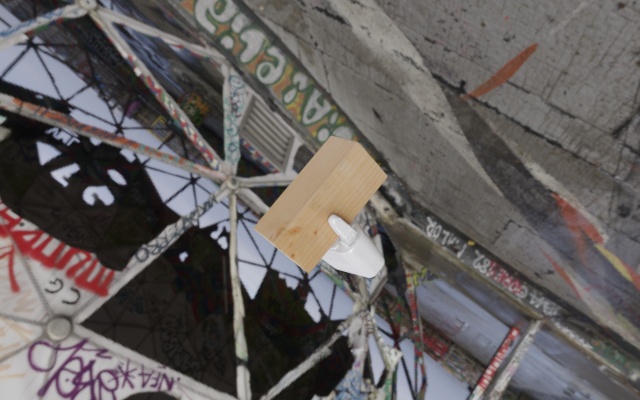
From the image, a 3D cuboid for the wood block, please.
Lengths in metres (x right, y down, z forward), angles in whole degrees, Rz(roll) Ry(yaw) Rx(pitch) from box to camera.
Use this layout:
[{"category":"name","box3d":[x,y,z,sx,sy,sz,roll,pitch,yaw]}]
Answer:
[{"category":"wood block","box3d":[0.000,0.003,0.787,0.090,0.206,0.091,44,-10,-32]}]
